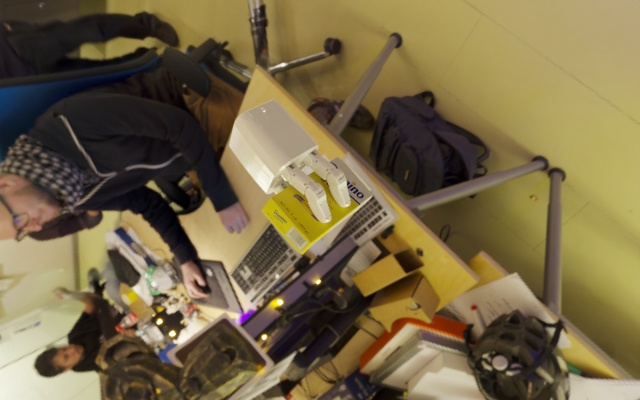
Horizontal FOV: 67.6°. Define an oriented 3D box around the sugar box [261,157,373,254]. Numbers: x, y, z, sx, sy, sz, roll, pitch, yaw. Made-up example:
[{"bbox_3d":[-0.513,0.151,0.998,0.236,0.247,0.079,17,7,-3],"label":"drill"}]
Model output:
[{"bbox_3d":[0.000,0.002,0.762,0.176,0.093,0.048,-36,-8,-42],"label":"sugar box"}]
